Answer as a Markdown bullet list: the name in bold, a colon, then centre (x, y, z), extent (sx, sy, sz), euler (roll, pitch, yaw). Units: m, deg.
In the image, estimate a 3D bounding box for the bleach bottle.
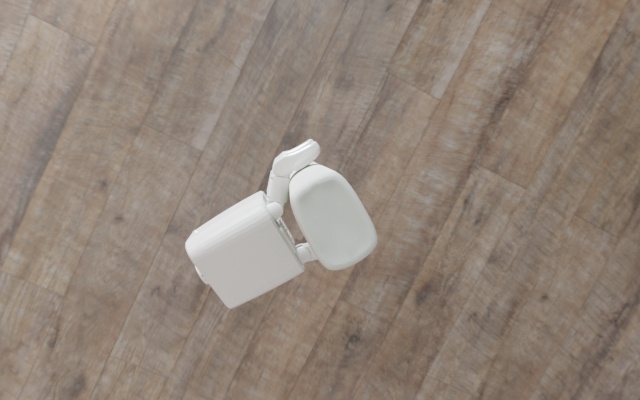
- **bleach bottle**: centre (0.000, 0.002, 0.598), extent (0.068, 0.102, 0.251), euler (-29, 11, -1)
